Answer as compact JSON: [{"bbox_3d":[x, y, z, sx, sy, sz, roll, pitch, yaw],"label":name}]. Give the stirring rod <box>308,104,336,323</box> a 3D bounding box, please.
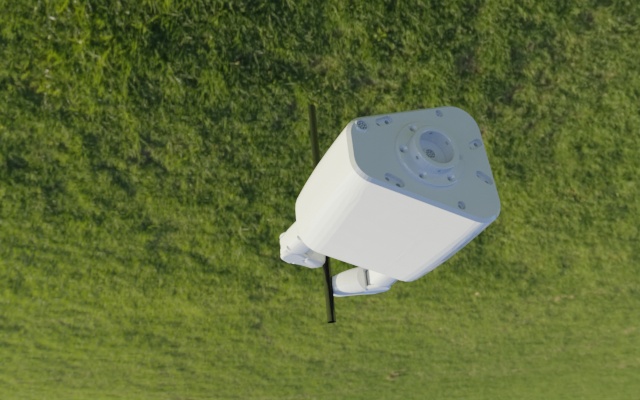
[{"bbox_3d":[0.000,0.001,0.479,0.011,0.239,0.011,-4,-27,-2],"label":"stirring rod"}]
